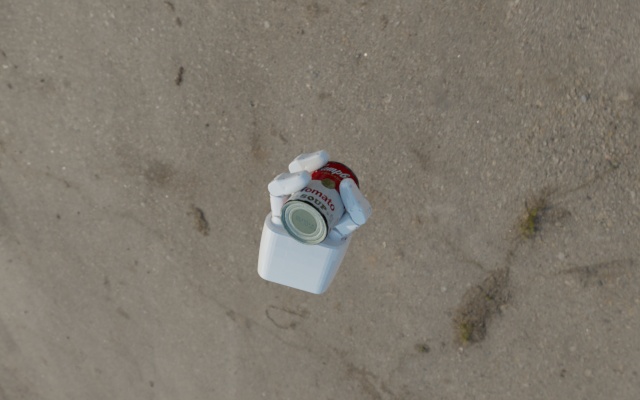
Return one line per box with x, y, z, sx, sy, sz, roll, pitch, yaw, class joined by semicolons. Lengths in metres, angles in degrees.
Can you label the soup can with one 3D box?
0.000;0.002;0.613;0.068;0.068;0.102;0;31;30;soup can
